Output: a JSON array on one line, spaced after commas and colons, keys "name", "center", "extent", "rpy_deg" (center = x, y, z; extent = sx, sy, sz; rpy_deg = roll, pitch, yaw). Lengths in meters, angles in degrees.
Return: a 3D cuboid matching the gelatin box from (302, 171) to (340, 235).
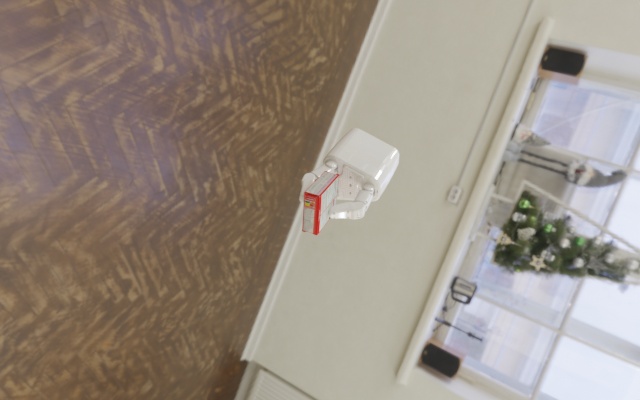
[{"name": "gelatin box", "center": [0.000, 0.003, 0.778], "extent": [0.030, 0.073, 0.089], "rpy_deg": [15, 32, 17]}]
